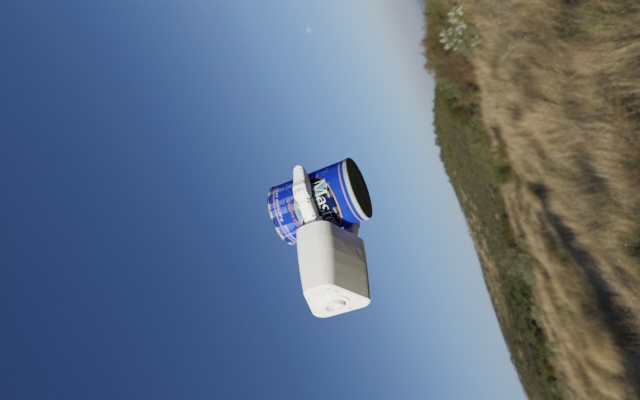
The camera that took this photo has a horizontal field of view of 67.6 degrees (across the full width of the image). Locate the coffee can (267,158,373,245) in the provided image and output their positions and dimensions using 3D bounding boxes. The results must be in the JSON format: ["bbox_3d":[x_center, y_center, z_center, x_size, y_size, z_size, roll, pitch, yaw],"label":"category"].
[{"bbox_3d":[0.000,0.002,0.774,0.140,0.103,0.103,-20,-7,18],"label":"coffee can"}]
